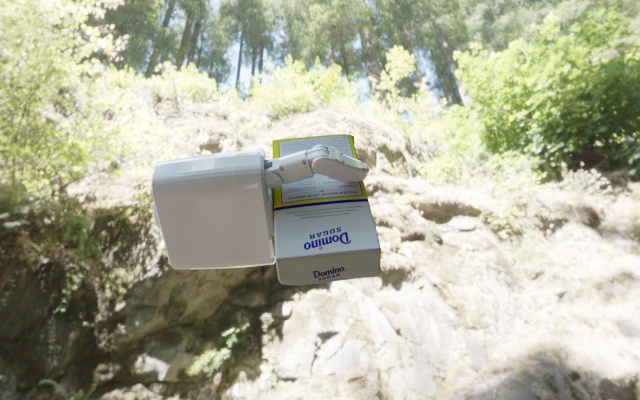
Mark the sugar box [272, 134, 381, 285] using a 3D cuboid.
[{"bbox_3d":[0.000,0.002,0.479,0.093,0.048,0.176,-5,45,-2],"label":"sugar box"}]
